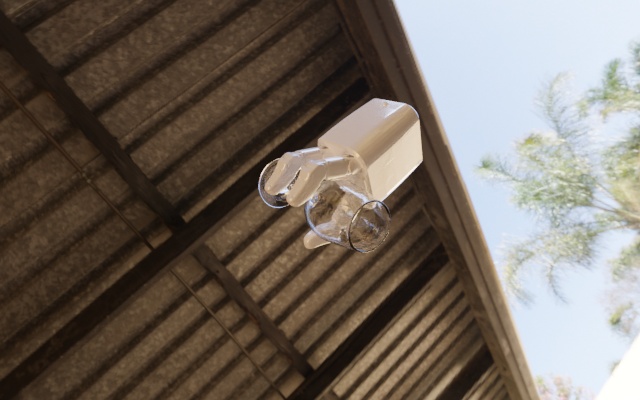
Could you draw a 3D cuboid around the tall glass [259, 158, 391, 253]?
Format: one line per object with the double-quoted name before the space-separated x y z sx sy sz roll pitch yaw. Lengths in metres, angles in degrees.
"tall glass" 0.000 0.002 0.610 0.079 0.079 0.201 0 16 -36
